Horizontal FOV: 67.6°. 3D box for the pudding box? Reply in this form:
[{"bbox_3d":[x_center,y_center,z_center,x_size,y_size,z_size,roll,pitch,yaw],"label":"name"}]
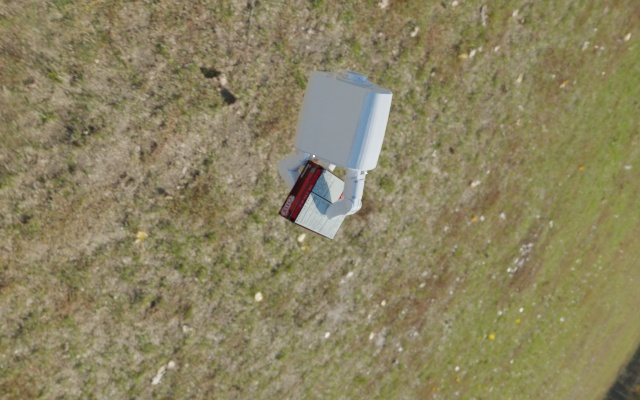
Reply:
[{"bbox_3d":[0.000,0.002,0.704,0.039,0.090,0.113,31,1,38],"label":"pudding box"}]
